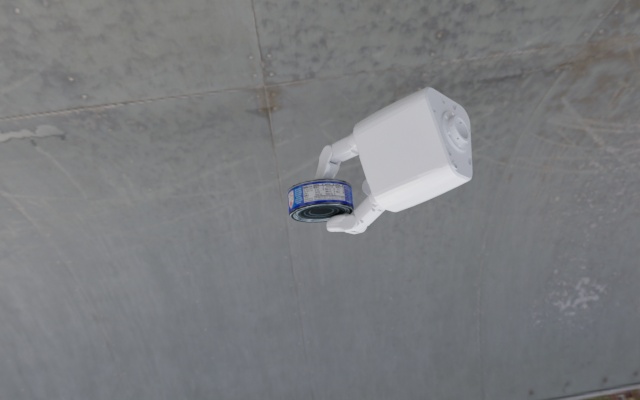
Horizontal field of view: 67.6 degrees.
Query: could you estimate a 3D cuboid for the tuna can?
[{"bbox_3d":[0.000,0.003,0.622,0.086,0.033,0.086,-5,-17,-1],"label":"tuna can"}]
